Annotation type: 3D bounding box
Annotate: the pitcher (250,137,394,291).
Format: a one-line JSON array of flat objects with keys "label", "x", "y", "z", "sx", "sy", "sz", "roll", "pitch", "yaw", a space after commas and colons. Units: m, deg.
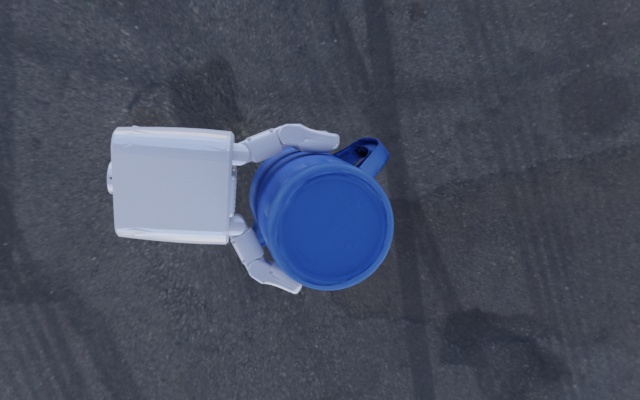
[{"label": "pitcher", "x": 0.000, "y": 0.002, "z": 0.502, "sx": 0.145, "sy": 0.149, "sz": 0.243, "roll": 5, "pitch": 6, "yaw": -9}]
